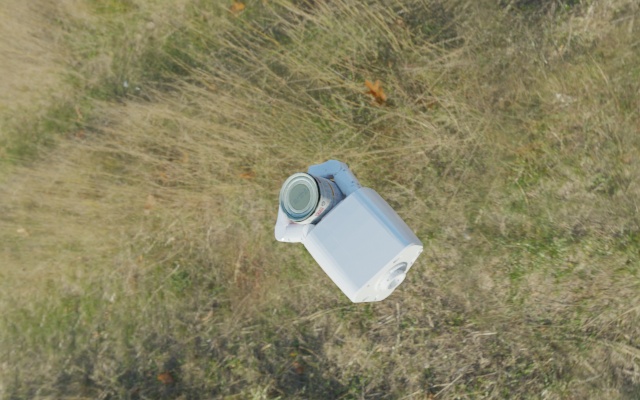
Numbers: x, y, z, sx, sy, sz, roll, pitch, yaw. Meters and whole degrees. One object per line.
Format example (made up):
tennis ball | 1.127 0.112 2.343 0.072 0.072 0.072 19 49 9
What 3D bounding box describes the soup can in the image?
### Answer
soup can | 0.000 0.002 0.659 0.068 0.068 0.102 0 -8 36
